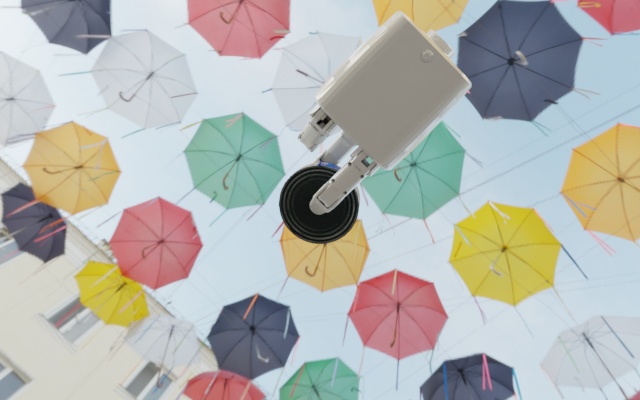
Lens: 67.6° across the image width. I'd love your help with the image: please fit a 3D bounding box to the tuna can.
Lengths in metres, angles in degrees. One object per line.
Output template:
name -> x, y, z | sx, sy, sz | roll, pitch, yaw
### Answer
tuna can -> 0.000, 0.002, 0.519 | 0.086, 0.086, 0.033 | 0, 14, 8
